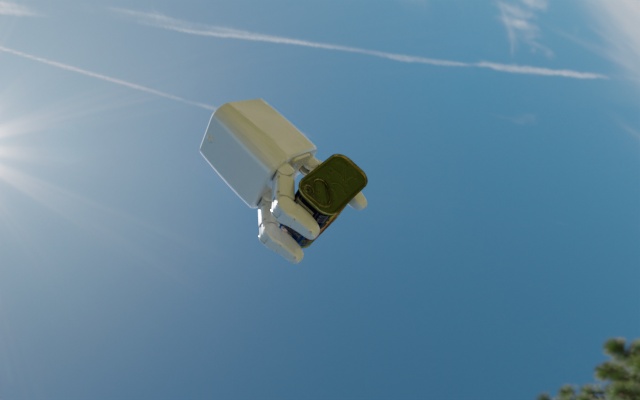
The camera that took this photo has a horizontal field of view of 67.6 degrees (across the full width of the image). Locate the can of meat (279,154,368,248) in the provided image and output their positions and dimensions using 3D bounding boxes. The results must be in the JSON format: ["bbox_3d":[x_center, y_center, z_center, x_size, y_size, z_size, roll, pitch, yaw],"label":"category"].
[{"bbox_3d":[0.000,0.002,0.593,0.102,0.057,0.084,-42,-9,-45],"label":"can of meat"}]
